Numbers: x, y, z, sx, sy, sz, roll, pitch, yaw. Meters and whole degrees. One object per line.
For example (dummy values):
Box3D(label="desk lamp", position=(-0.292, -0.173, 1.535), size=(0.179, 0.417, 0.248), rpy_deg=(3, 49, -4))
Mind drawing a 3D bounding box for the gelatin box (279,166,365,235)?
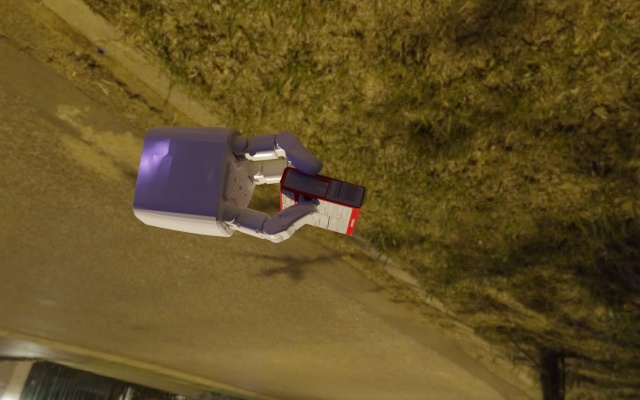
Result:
Box3D(label="gelatin box", position=(0.000, 0.002, 0.526), size=(0.089, 0.030, 0.073), rpy_deg=(15, -27, 4))
